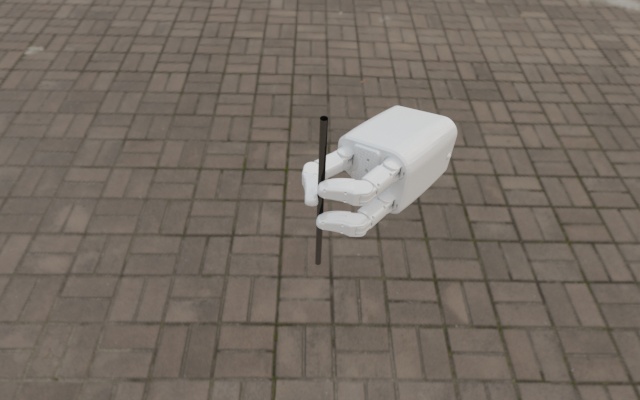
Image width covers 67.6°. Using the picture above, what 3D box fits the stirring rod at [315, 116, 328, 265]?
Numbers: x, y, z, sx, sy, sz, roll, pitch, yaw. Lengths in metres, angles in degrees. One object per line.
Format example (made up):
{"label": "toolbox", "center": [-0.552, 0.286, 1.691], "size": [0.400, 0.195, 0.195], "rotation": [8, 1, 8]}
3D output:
{"label": "stirring rod", "center": [0.000, 0.002, 0.551], "size": [0.011, 0.011, 0.240], "rotation": [0, -43, -2]}
